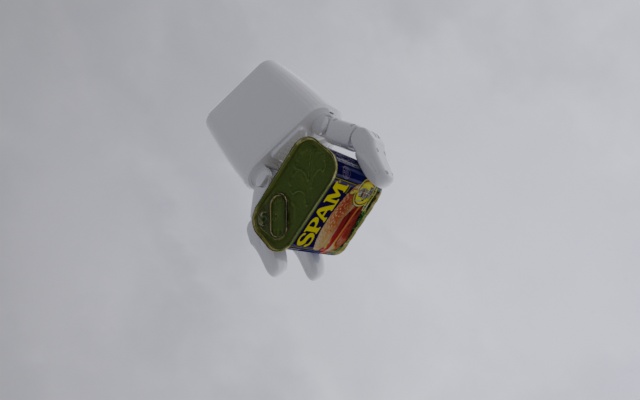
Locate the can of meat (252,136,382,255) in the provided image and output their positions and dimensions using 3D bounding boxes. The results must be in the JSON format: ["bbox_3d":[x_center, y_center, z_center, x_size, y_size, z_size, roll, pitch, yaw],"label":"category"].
[{"bbox_3d":[0.000,0.001,0.442,0.084,0.102,0.057,15,23,-51],"label":"can of meat"}]
